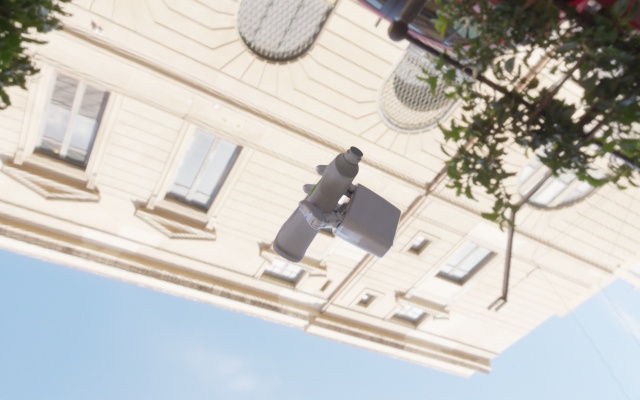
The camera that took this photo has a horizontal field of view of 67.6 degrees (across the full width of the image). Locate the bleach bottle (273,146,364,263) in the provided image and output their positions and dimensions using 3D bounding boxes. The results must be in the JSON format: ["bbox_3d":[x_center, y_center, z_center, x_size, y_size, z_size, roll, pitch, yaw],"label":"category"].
[{"bbox_3d":[0.000,0.003,0.898,0.068,0.251,0.102,31,34,-8],"label":"bleach bottle"}]
